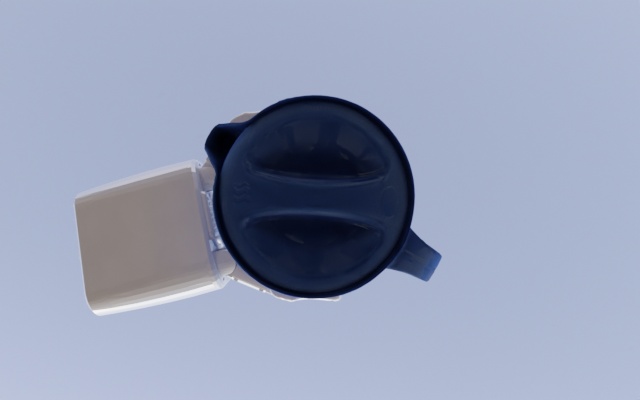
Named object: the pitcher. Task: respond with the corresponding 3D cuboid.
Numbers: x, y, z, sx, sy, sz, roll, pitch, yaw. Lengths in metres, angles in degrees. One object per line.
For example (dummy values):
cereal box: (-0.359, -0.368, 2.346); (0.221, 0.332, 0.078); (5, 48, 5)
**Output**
pitcher: (0.000, 0.001, 0.424); (0.145, 0.149, 0.243); (-16, 2, -2)
